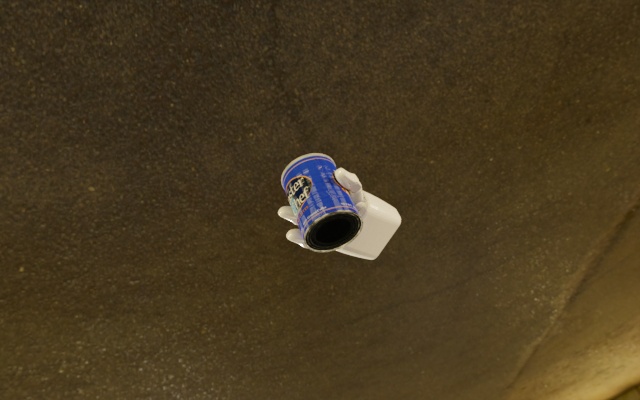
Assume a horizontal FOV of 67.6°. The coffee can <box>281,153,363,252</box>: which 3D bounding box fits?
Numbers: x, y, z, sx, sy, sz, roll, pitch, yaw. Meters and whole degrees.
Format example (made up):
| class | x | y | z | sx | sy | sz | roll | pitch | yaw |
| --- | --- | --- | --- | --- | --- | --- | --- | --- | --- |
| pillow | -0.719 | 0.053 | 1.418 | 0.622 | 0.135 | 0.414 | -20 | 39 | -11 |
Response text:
| class | x | y | z | sx | sy | sz | roll | pitch | yaw |
| --- | --- | --- | --- | --- | --- | --- | --- | --- | --- |
| coffee can | 0.000 | 0.002 | 0.818 | 0.103 | 0.140 | 0.103 | -14 | -40 | -12 |
